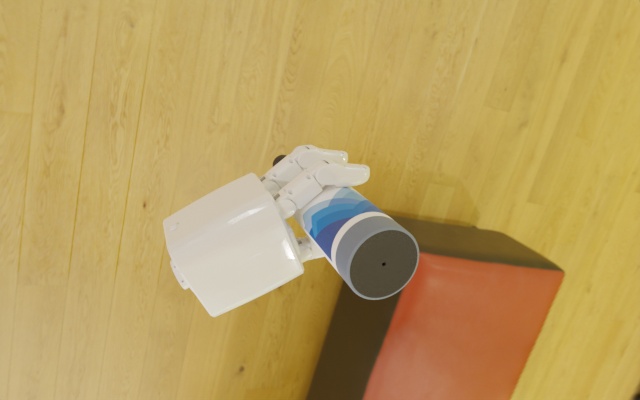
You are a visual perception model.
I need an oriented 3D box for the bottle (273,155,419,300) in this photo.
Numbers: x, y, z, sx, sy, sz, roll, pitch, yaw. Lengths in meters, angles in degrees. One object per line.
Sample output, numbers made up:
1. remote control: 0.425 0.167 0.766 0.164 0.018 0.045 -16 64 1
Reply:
1. bottle: 0.000 0.002 0.516 0.069 0.069 0.295 0 20 -22
